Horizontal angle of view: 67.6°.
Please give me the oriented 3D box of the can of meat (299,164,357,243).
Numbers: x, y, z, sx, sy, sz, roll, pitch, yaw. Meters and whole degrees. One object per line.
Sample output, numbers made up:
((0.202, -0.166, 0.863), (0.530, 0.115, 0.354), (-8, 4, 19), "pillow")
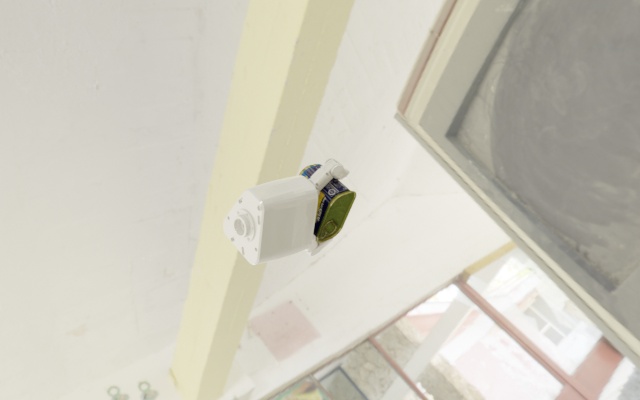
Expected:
((0.000, 0.002, 0.780), (0.057, 0.102, 0.084), (-19, 52, -41), "can of meat")
